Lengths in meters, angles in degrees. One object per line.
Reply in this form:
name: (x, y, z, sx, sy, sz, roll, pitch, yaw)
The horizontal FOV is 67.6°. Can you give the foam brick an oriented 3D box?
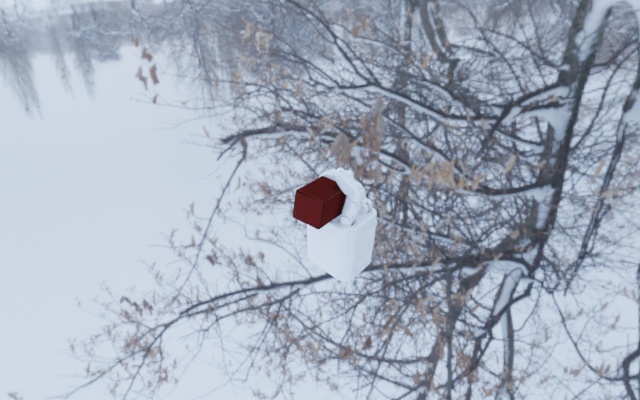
foam brick: (0.000, 0.002, 0.756, 0.053, 0.051, 0.078, 25, 31, 24)
